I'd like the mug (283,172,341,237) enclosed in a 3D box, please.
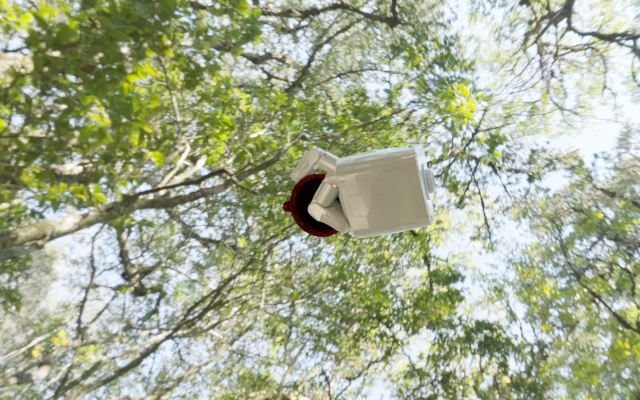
[{"bbox_3d":[-0.001,0.003,0.724,0.117,0.093,0.081,-9,7,20],"label":"mug"}]
